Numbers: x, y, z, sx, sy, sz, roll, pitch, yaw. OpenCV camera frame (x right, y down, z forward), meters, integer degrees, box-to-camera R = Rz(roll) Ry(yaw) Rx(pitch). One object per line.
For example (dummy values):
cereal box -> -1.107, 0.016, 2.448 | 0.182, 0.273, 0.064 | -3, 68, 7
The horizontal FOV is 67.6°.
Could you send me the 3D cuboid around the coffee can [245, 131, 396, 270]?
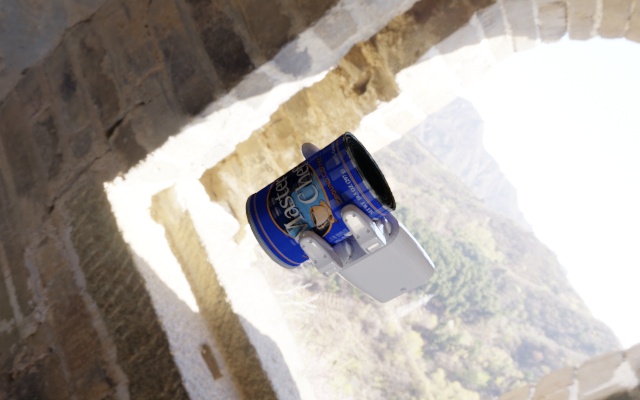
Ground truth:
coffee can -> 0.000, 0.002, 0.547 | 0.140, 0.103, 0.103 | -32, -11, 18
